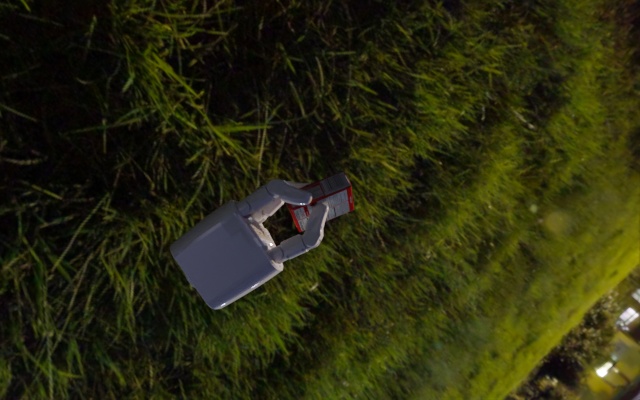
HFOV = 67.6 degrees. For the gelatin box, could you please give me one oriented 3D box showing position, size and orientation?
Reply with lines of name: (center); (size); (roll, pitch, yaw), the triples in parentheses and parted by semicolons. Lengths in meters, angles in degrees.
gelatin box: (0.001, 0.002, 0.664); (0.089, 0.030, 0.073); (-22, -28, -3)
